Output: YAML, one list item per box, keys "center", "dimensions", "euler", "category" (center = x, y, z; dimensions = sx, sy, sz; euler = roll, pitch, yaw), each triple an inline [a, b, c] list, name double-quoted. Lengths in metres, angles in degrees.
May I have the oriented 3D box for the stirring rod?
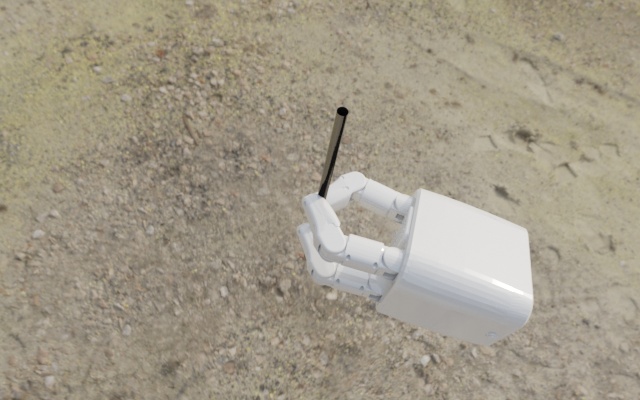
- center: [0.000, 0.001, 0.415]
  dimensions: [0.011, 0.011, 0.240]
  euler: [0, -30, -8]
  category: "stirring rod"
